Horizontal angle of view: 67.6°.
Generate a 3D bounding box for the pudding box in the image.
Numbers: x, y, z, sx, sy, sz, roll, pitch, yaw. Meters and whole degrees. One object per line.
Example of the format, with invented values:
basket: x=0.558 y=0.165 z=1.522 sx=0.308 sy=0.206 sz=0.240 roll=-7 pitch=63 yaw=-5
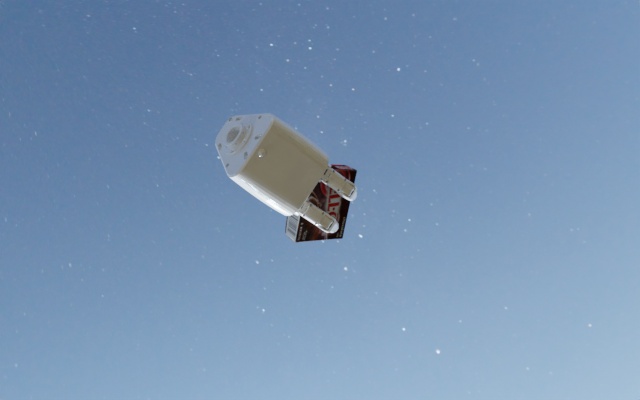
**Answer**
pudding box: x=0.000 y=0.002 z=0.704 sx=0.090 sy=0.113 sz=0.039 roll=-1 pitch=22 yaw=-37
